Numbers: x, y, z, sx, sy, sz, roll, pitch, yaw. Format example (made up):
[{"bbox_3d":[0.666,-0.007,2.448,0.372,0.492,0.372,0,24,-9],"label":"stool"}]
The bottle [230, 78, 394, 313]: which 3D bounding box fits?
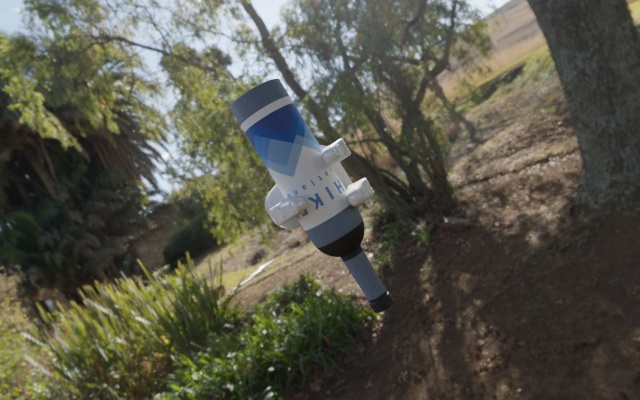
[{"bbox_3d":[0.000,0.002,0.562,0.069,0.296,0.069,-31,4,2],"label":"bottle"}]
